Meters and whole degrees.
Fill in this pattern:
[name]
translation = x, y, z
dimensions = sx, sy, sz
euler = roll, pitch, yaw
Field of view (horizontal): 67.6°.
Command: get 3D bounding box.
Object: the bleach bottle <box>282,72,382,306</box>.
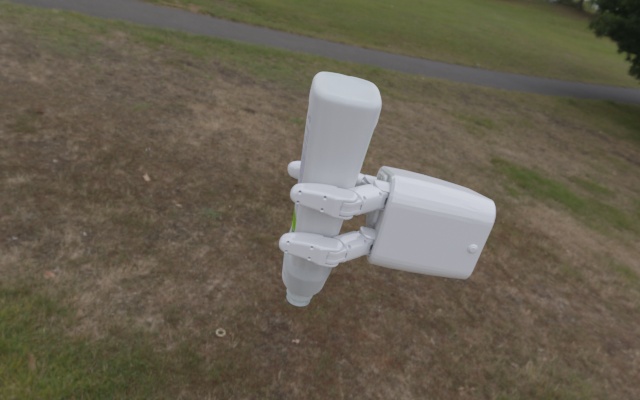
[bleach bottle]
translation = 0.000, 0.002, 0.505
dimensions = 0.068, 0.251, 0.102
euler = 11, 28, -4
